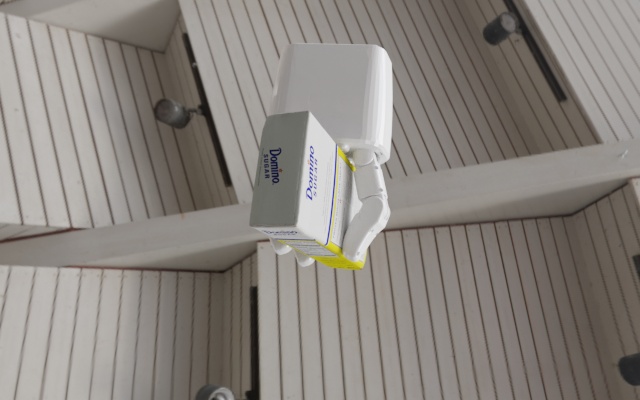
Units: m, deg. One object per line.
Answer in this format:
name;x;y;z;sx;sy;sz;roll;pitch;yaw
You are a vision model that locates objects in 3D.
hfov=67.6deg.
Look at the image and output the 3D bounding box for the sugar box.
sugar box;0.000;0.001;0.428;0.048;0.093;0.176;-2;-19;24
